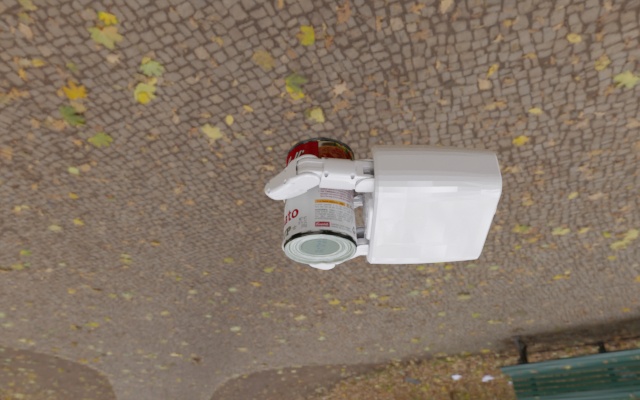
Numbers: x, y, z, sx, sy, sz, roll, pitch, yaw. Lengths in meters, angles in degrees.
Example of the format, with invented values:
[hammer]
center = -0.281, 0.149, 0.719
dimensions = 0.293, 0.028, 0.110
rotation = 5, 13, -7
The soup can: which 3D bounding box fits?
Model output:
[soup can]
center = 0.000, 0.002, 0.449
dimensions = 0.068, 0.102, 0.068
rotation = 0, -31, 0
